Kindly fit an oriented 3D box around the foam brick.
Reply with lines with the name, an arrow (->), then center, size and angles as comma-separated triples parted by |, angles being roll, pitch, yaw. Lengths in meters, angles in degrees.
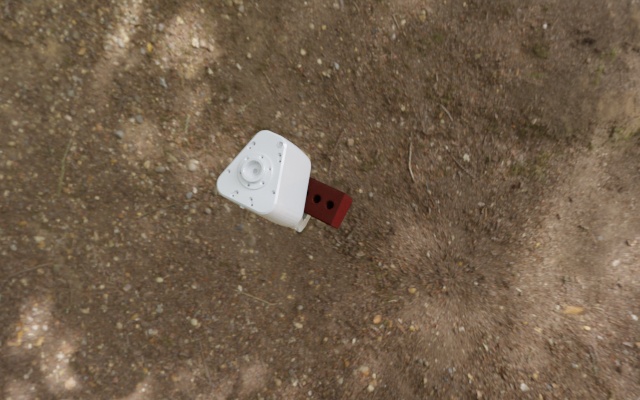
foam brick -> 0.000, 0.002, 0.727 | 0.078, 0.053, 0.051 | 25, -4, 18
